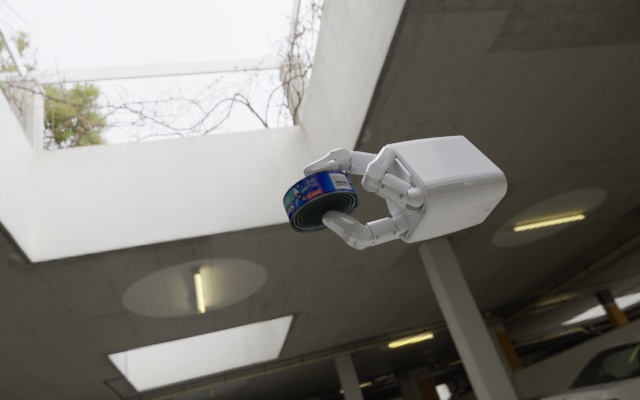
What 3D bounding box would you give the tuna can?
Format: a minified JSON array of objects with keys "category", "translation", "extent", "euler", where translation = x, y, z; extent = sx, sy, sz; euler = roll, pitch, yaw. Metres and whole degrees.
[{"category":"tuna can","translation":[0.000,0.001,0.558],"extent":[0.086,0.033,0.086],"euler":[-19,-26,-10]}]
